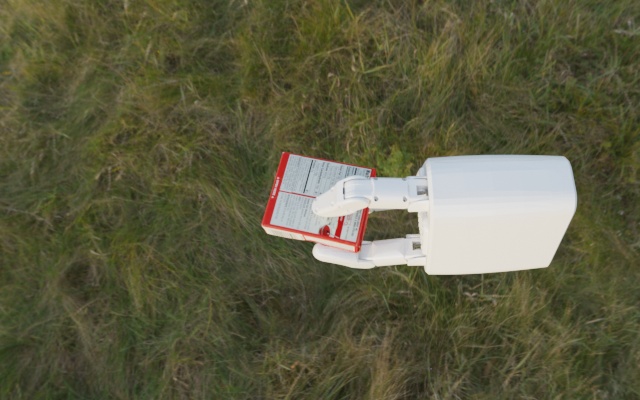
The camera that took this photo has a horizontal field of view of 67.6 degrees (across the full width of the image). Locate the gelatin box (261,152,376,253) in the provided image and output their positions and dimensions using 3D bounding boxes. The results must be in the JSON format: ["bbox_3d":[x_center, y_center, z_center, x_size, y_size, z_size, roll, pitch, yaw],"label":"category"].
[{"bbox_3d":[0.000,0.001,0.429,0.089,0.073,0.030,11,-18,8],"label":"gelatin box"}]
